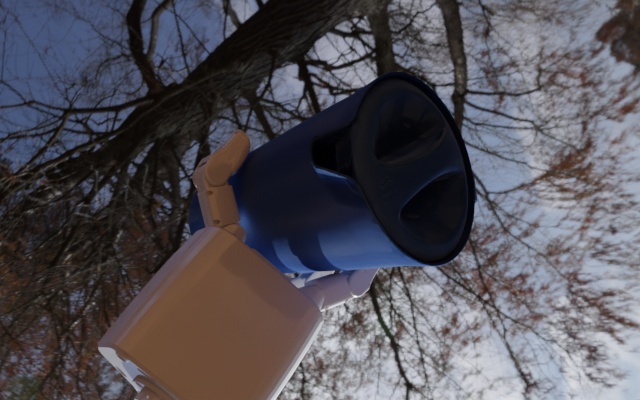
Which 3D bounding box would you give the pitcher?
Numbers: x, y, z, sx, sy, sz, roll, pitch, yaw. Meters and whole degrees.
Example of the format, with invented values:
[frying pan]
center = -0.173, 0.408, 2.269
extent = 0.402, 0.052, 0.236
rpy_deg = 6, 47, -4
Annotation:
[pitcher]
center = 0.000, 0.001, 0.408
extent = 0.243, 0.149, 0.145
rpy_deg = -16, 29, 46
